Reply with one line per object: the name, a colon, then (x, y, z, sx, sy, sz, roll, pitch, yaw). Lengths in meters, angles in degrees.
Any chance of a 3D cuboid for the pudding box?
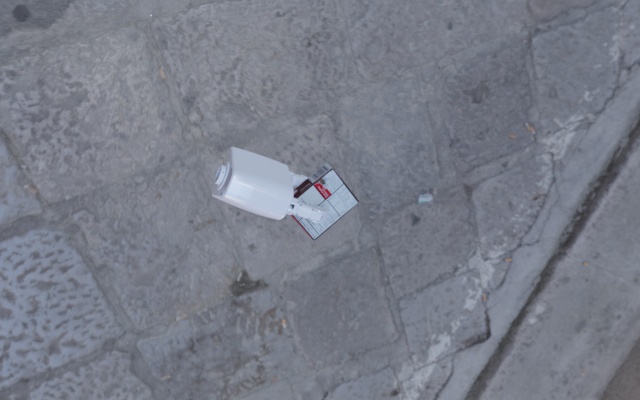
pudding box: (0.000, 0.003, 0.859, 0.113, 0.090, 0.039, -39, 26, -1)
